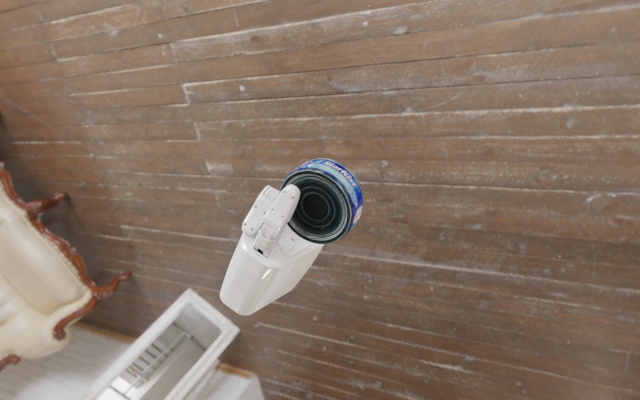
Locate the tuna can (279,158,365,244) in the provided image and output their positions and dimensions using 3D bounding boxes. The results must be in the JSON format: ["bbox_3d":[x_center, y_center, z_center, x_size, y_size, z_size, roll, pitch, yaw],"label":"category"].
[{"bbox_3d":[0.000,0.002,0.494,0.086,0.086,0.033,0,22,28],"label":"tuna can"}]
